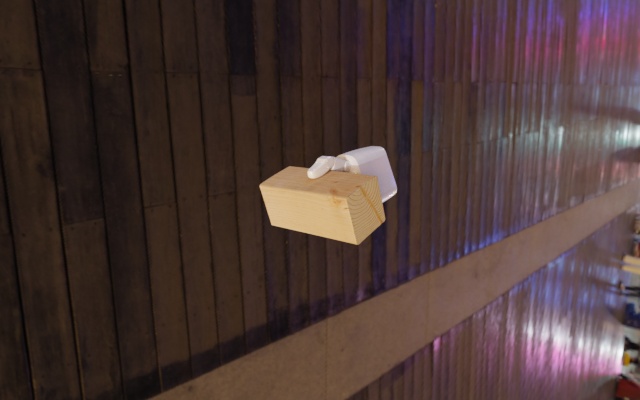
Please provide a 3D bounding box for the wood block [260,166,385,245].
[{"bbox_3d":[0.000,0.002,0.857,0.206,0.091,0.090,9,33,41],"label":"wood block"}]
